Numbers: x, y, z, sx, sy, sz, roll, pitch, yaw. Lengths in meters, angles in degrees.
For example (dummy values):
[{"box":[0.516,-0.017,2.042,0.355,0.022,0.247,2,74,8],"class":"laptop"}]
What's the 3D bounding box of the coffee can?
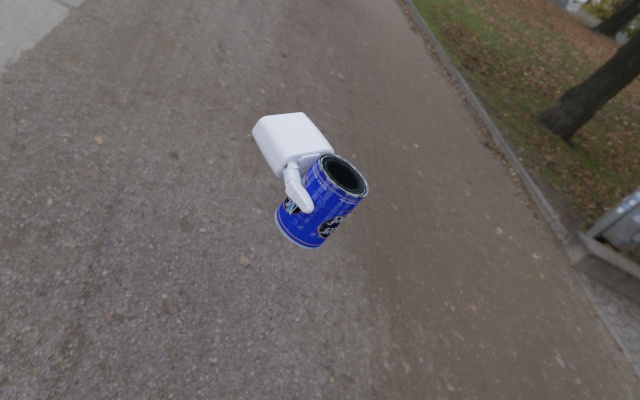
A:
[{"box":[0.000,0.003,0.822,0.103,0.102,0.140,0,-42,-49],"class":"coffee can"}]
